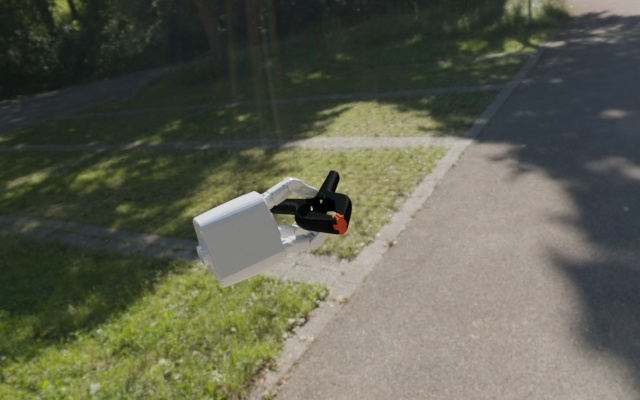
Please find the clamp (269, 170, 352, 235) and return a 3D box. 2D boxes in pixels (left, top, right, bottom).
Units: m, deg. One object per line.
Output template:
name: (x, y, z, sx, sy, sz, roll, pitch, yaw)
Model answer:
clamp: (0.000, 0.002, 0.792, 0.164, 0.036, 0.210, -26, 25, -21)
